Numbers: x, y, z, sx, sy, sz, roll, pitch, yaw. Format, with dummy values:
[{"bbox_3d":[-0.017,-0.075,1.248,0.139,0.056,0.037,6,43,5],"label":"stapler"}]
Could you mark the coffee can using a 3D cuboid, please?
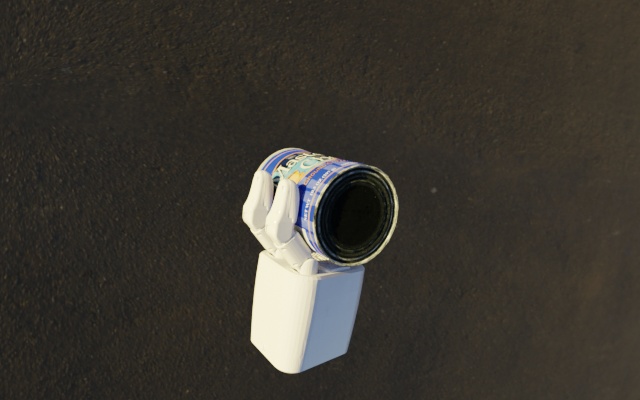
[{"bbox_3d":[0.000,0.001,0.520,0.103,0.103,0.140,0,12,-33],"label":"coffee can"}]
